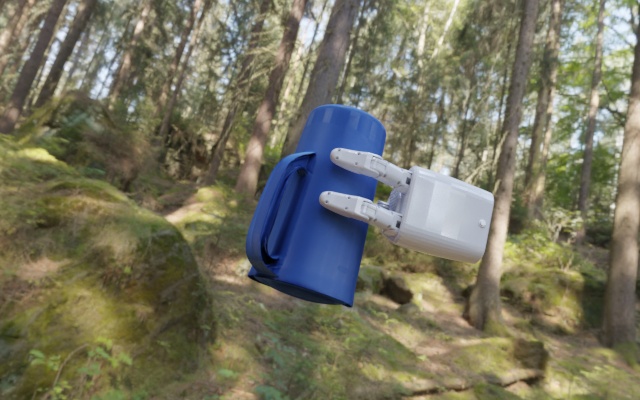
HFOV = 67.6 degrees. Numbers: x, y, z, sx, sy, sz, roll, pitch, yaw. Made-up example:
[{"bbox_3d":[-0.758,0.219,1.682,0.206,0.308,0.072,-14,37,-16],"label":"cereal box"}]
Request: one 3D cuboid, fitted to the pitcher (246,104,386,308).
[{"bbox_3d":[0.000,0.002,0.601,0.145,0.242,0.149,17,-15,-5],"label":"pitcher"}]
